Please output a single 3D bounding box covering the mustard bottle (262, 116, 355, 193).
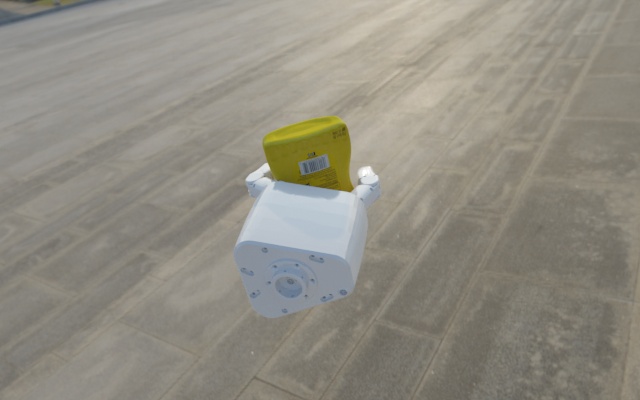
[{"bbox_3d":[0.000,0.001,0.571,0.096,0.192,0.058,-17,28,-7],"label":"mustard bottle"}]
